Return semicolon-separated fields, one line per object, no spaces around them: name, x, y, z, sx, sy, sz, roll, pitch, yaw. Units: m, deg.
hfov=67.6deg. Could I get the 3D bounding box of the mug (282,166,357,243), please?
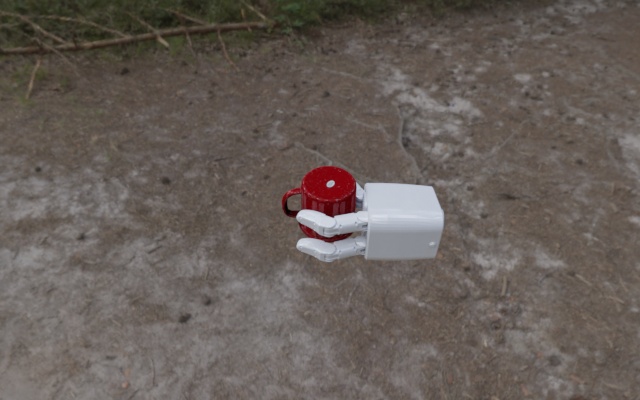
mug;-0.001;0.002;0.719;0.117;0.082;0.093;1;44;0
